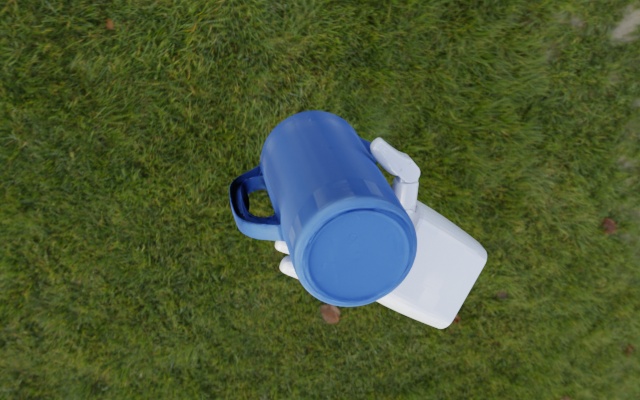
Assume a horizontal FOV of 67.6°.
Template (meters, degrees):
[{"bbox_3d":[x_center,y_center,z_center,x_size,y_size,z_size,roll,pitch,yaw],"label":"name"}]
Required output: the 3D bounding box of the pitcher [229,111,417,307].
[{"bbox_3d":[0.000,0.002,0.500,0.145,0.149,0.242,31,15,-22],"label":"pitcher"}]
